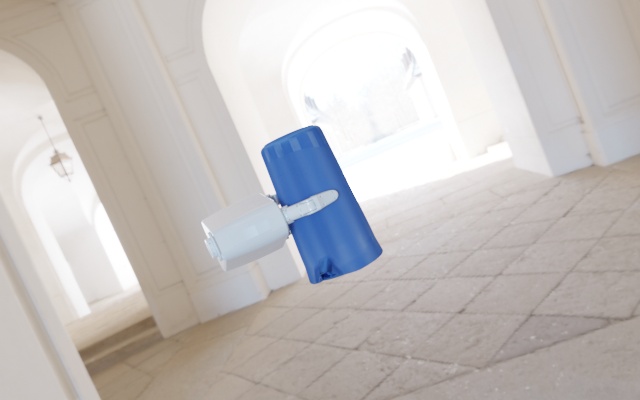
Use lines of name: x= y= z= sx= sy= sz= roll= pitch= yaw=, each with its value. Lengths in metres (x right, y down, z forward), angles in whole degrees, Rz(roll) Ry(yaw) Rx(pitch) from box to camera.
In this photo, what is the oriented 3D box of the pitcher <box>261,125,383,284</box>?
pitcher: x=0.000 y=0.003 z=0.797 sx=0.145 sy=0.243 sz=0.149 roll=-25 pitch=4 yaw=-19
